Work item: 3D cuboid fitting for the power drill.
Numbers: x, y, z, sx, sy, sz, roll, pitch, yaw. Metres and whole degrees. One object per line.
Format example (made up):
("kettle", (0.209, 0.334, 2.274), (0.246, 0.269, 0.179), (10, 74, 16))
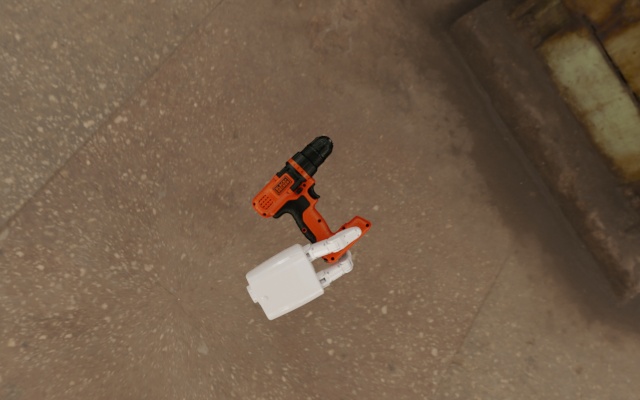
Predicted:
("power drill", (0.000, 0.003, 0.849), (0.184, 0.187, 0.057), (-45, -3, 2))
